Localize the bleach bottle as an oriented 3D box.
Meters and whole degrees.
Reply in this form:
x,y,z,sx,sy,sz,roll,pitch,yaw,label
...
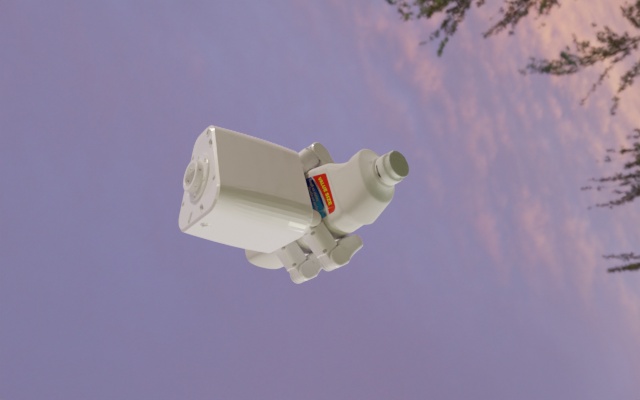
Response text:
x,y,z,sx,sy,sz,roll,pitch,yaw,label
0.000,0.002,0.556,0.068,0.102,0.251,17,-31,-34,bleach bottle
